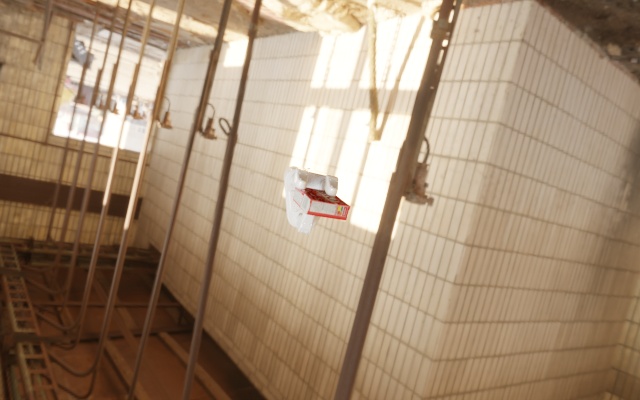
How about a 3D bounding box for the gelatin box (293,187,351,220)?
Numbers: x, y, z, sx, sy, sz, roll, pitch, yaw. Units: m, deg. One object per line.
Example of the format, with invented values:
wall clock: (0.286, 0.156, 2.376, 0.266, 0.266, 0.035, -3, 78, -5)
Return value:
gelatin box: (0.000, 0.003, 0.815, 0.073, 0.030, 0.089, 10, 14, -22)
